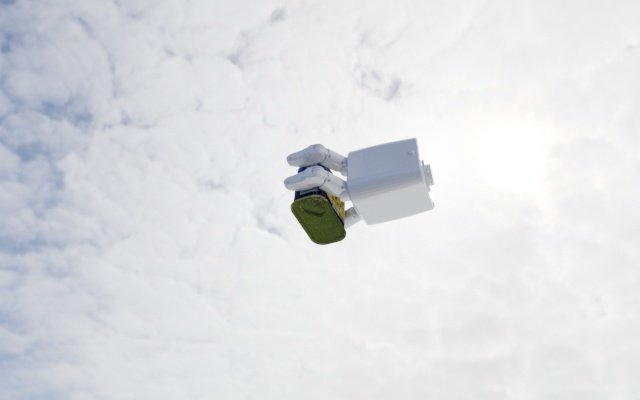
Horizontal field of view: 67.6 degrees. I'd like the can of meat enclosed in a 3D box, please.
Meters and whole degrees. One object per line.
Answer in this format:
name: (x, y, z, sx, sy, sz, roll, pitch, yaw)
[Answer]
can of meat: (0.000, 0.002, 0.721, 0.057, 0.083, 0.102, -16, -49, 19)
